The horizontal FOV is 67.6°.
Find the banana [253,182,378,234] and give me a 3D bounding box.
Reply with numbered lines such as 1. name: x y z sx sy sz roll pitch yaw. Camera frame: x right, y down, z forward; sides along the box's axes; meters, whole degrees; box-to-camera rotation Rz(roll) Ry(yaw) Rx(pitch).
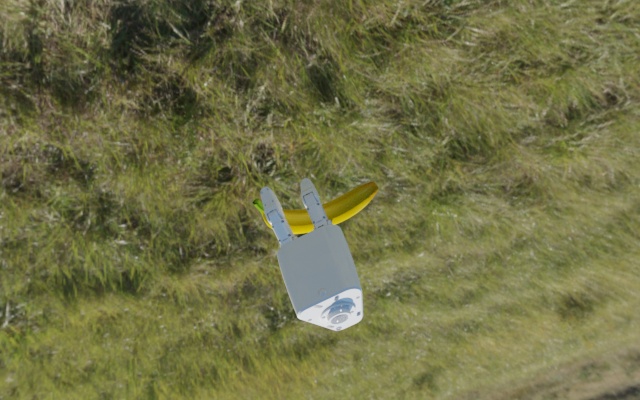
1. banana: -0.003 0.017 0.749 0.198 0.070 0.037 -10 44 -11
